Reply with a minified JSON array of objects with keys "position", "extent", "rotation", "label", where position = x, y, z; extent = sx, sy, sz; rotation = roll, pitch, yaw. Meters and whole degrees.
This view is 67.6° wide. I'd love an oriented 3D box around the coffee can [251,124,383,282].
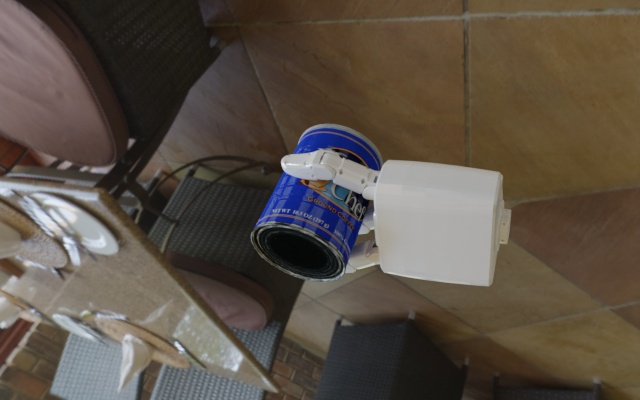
[{"position":[0.000,0.002,0.517],"extent":[0.103,0.140,0.103],"rotation":[16,-34,11],"label":"coffee can"}]
